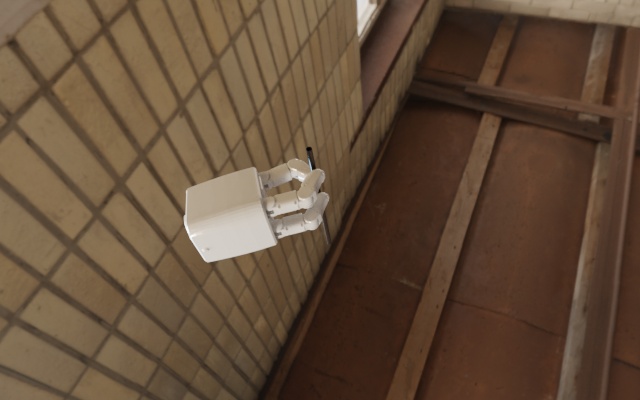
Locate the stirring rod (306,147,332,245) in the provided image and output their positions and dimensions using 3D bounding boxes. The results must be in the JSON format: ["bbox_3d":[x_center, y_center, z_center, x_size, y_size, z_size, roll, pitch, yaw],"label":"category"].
[{"bbox_3d":[0.000,0.002,0.728,0.011,0.011,0.240,0,-36,9],"label":"stirring rod"}]
